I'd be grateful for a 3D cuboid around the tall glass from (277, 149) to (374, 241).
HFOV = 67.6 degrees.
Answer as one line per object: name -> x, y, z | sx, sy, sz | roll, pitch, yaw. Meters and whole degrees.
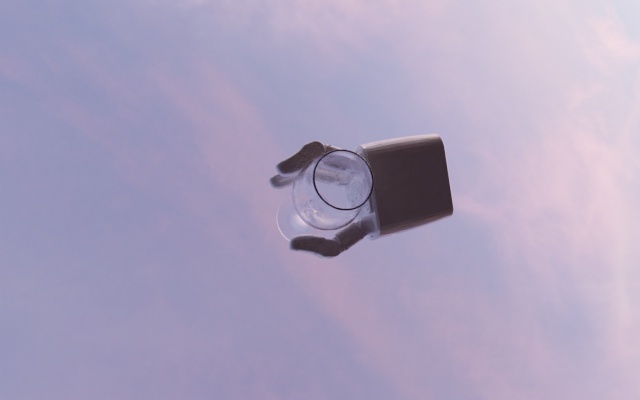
tall glass -> 0.000, 0.002, 0.553 | 0.079, 0.079, 0.201 | 0, -13, -13
